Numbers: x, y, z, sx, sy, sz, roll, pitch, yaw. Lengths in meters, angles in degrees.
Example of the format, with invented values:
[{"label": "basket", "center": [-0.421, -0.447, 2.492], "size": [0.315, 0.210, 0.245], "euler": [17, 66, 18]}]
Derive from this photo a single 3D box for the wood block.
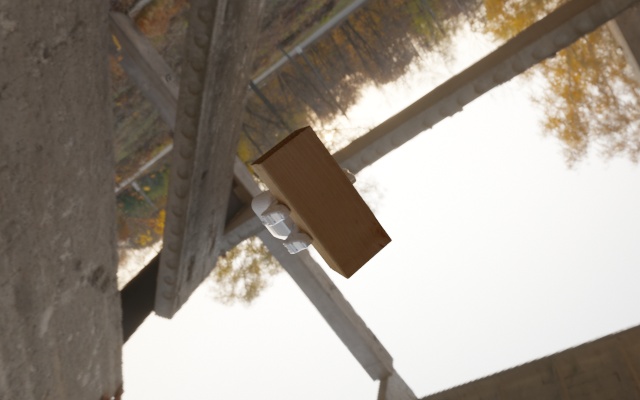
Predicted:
[{"label": "wood block", "center": [0.000, 0.002, 0.703], "size": [0.091, 0.206, 0.090], "euler": [-40, 13, -11]}]
